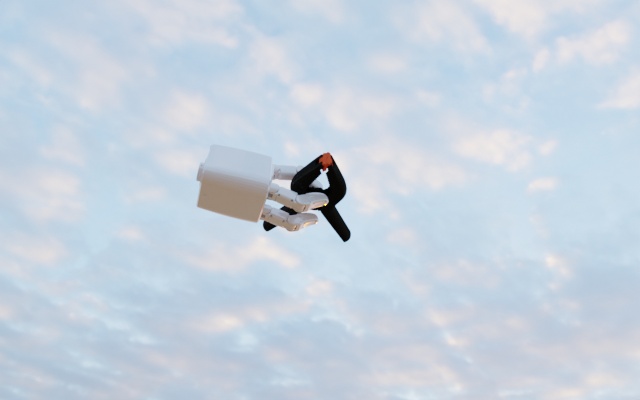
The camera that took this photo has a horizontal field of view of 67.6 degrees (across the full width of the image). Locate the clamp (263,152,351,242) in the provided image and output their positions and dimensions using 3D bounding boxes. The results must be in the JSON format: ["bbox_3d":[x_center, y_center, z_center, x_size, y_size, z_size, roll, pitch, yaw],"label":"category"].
[{"bbox_3d":[0.000,0.002,0.826,0.164,0.036,0.210,12,-42,-12],"label":"clamp"}]
